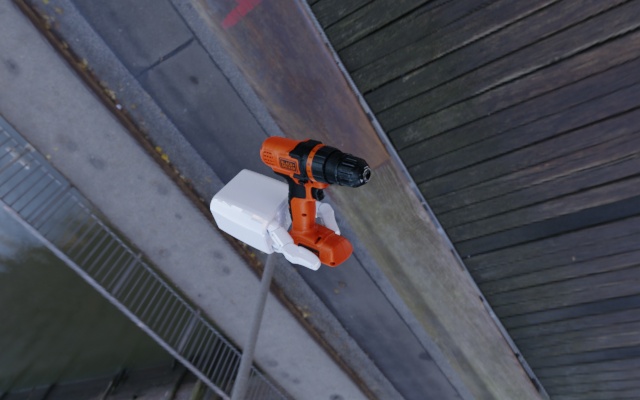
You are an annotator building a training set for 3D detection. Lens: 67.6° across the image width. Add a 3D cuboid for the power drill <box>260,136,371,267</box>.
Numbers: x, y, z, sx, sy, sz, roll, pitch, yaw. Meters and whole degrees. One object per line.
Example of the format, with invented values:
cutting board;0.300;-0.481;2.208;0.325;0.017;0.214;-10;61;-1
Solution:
power drill;0.000;0.003;0.696;0.184;0.188;0.057;20;40;38
